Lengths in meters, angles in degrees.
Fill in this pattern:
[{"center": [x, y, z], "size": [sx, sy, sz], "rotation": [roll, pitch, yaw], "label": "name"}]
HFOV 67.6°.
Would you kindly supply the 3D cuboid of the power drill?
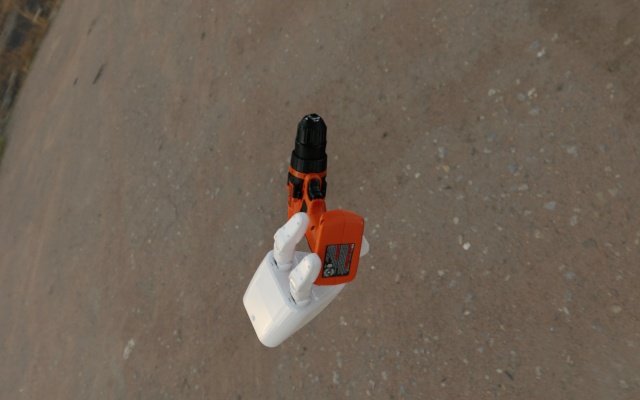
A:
[{"center": [0.000, 0.002, 0.616], "size": [0.057, 0.184, 0.187], "rotation": [-4, 33, -14], "label": "power drill"}]
